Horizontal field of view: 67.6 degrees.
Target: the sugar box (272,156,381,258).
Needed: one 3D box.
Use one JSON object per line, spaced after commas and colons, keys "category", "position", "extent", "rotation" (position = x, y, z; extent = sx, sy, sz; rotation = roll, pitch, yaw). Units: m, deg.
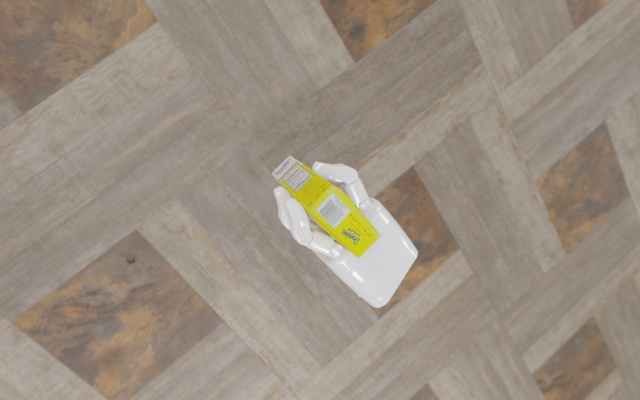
{"category": "sugar box", "position": [0.000, 0.003, 0.621], "extent": [0.093, 0.048, 0.176], "rotation": [47, -6, -25]}
